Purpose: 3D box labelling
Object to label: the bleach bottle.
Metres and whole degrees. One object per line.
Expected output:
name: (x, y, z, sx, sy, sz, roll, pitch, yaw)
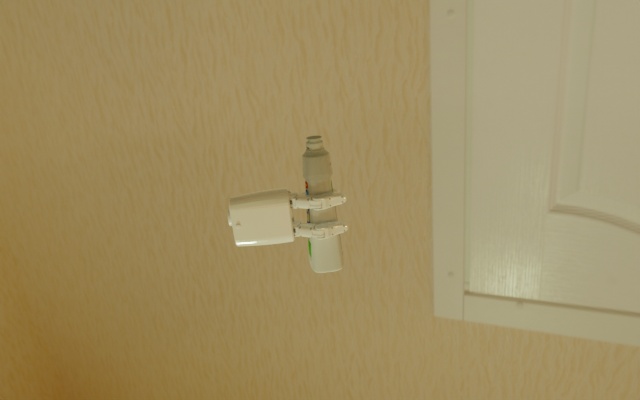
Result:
bleach bottle: (0.000, 0.003, 0.892, 0.068, 0.251, 0.102, -7, 20, -3)
